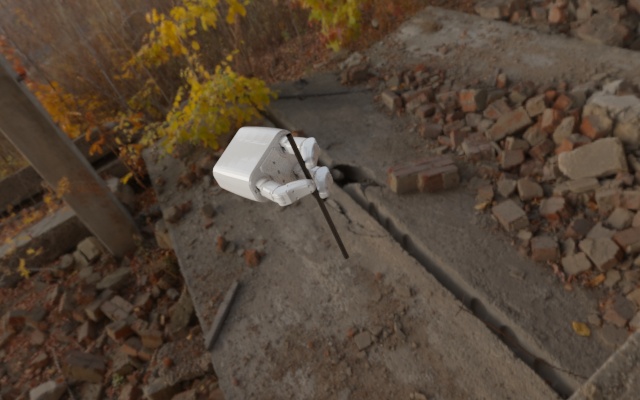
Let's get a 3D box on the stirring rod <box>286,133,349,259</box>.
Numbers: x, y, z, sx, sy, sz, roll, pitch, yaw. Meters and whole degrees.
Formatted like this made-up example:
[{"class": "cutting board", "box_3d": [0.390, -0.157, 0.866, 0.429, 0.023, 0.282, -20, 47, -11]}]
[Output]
[{"class": "stirring rod", "box_3d": [0.000, 0.002, 0.701, 0.011, 0.240, 0.011, -16, 36, 12]}]
